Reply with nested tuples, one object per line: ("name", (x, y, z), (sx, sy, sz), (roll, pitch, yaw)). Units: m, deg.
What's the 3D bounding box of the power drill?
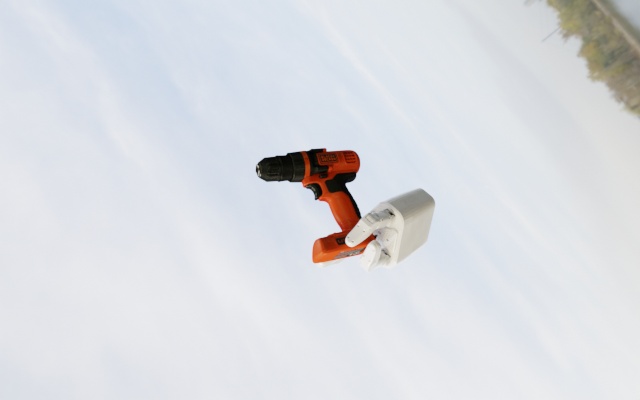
("power drill", (0.000, 0.003, 0.770), (0.184, 0.187, 0.057), (-8, -21, -24))
